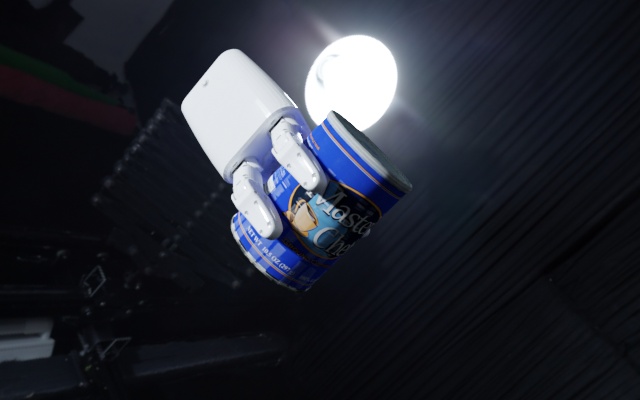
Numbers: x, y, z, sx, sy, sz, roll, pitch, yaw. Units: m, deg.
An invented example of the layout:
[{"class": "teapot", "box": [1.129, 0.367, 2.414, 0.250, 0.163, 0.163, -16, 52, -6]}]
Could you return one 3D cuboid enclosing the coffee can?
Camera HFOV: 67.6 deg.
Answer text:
[{"class": "coffee can", "box": [0.000, 0.002, 0.448, 0.140, 0.103, 0.103, -46, -14, 14]}]
